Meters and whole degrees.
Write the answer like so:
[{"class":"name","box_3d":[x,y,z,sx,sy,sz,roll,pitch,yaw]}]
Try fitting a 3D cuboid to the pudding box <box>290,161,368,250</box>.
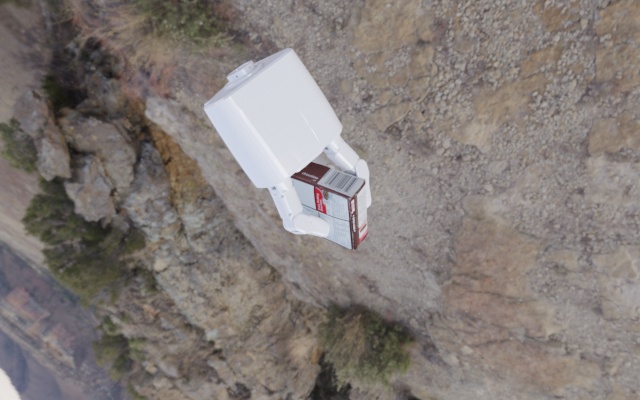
[{"class":"pudding box","box_3d":[0.000,0.002,0.577,0.113,0.090,0.039,22,51,28]}]
